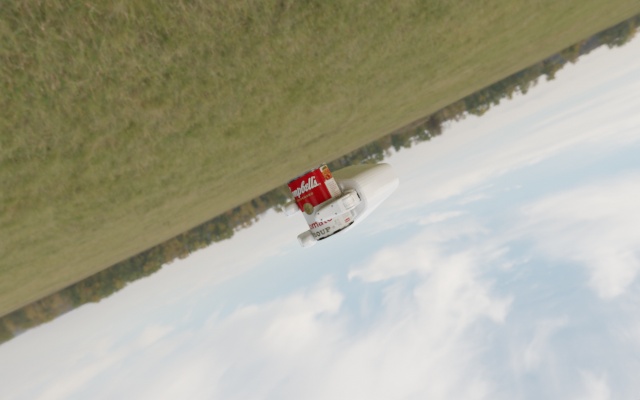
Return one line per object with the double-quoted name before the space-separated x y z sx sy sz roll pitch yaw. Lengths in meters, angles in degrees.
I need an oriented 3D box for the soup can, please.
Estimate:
"soup can" 0.000 0.003 0.731 0.068 0.102 0.068 -27 2 1
